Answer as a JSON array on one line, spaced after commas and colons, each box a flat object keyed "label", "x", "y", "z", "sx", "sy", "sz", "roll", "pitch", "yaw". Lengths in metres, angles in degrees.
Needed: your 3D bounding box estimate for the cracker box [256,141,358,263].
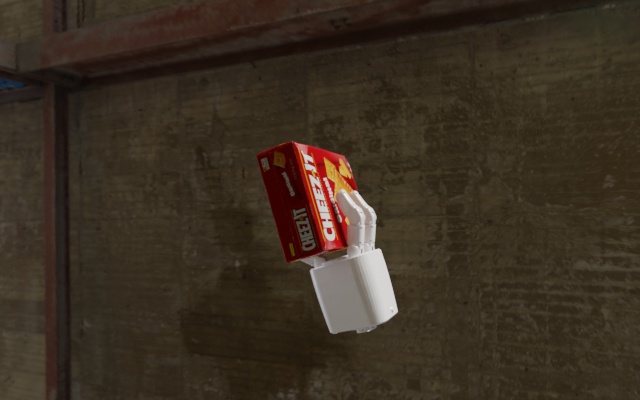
[{"label": "cracker box", "x": 0.000, "y": 0.003, "z": 0.759, "sx": 0.072, "sy": 0.164, "sz": 0.214, "roll": -20, "pitch": -9, "yaw": 22}]
